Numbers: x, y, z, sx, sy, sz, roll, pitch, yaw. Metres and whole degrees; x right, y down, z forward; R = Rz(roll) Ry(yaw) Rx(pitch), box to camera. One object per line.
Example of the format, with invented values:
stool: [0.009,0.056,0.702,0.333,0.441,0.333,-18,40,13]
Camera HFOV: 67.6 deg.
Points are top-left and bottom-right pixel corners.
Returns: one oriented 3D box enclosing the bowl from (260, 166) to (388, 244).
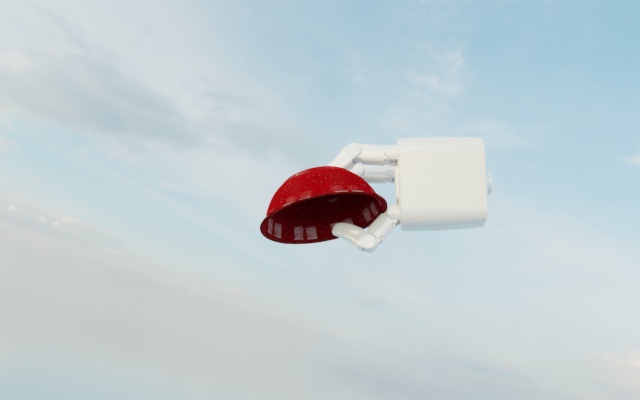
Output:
bowl: [-0.001,0.002,0.604,0.162,0.055,0.162,-10,-23,-4]
